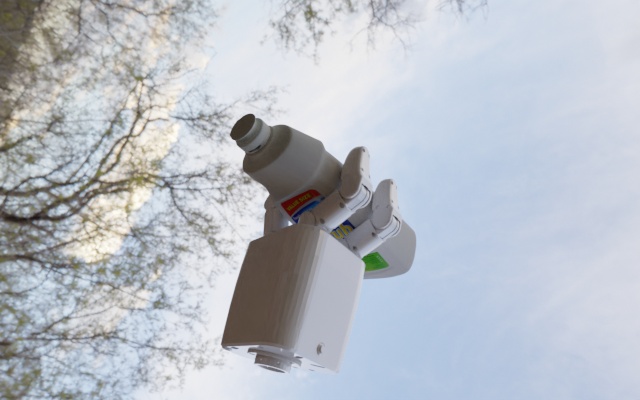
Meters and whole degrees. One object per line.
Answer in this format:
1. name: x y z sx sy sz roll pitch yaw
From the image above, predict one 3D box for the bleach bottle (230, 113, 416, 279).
1. bleach bottle: 0.000 0.002 0.485 0.102 0.068 0.251 -10 -36 37
